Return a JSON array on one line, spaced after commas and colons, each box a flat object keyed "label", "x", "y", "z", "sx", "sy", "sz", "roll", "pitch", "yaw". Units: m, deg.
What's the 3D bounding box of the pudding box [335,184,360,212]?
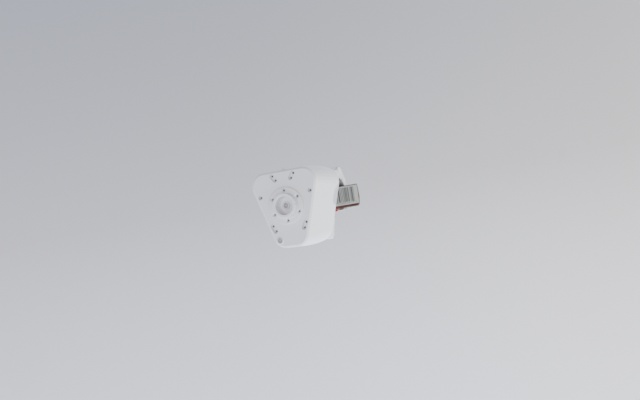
[{"label": "pudding box", "x": 0.000, "y": 0.003, "z": 0.795, "sx": 0.113, "sy": 0.039, "sz": 0.090, "roll": -7, "pitch": -4, "yaw": -11}]
